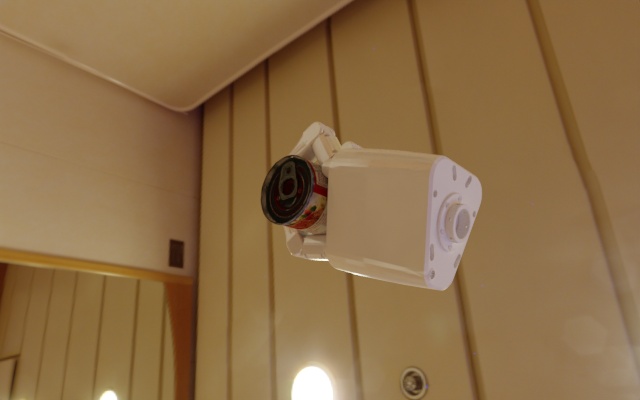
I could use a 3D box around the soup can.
[{"bbox_3d":[0.000,0.002,0.482,0.068,0.068,0.102,0,-14,42],"label":"soup can"}]
